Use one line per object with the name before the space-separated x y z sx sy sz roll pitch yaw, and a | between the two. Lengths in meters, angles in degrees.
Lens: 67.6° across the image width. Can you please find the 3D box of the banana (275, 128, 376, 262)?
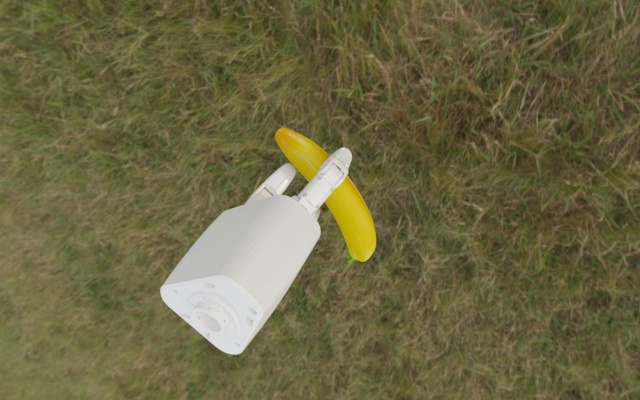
banana | 0.016 0.003 0.528 0.069 0.198 0.037 -5 35 37
